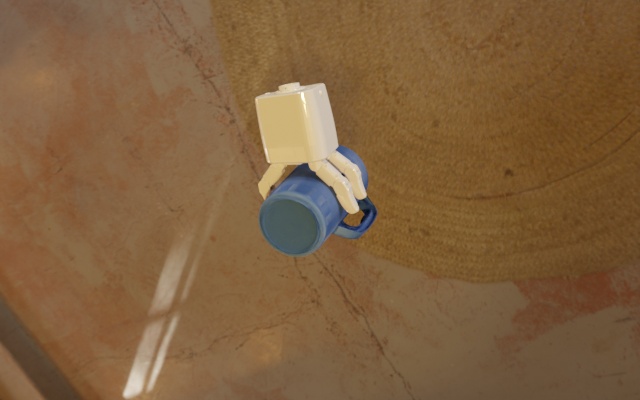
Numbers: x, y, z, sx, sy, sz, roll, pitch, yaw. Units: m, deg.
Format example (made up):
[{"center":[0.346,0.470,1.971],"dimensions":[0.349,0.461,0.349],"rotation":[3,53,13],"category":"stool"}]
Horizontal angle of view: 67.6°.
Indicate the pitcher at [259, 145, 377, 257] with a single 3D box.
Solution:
[{"center":[0.000,0.002,0.804],"dimensions":[0.149,0.145,0.242],"rotation":[-4,19,20],"category":"pitcher"}]
